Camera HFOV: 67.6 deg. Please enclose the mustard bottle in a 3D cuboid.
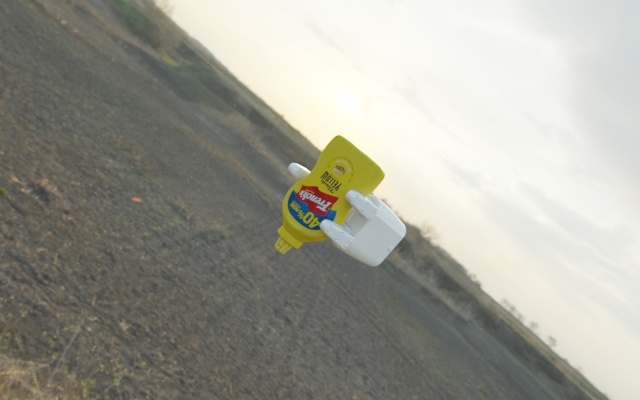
[{"bbox_3d":[0.000,0.002,0.709,0.096,0.191,0.058,42,4,20],"label":"mustard bottle"}]
